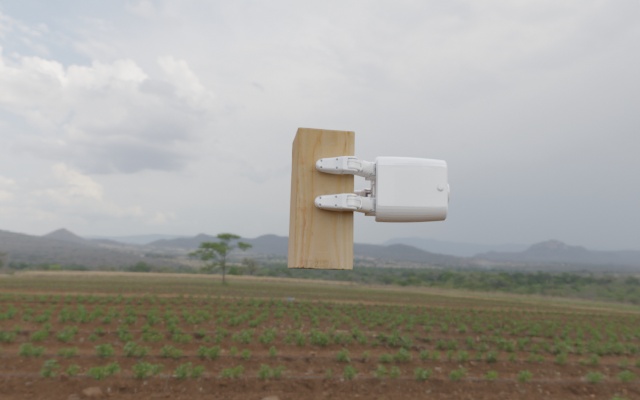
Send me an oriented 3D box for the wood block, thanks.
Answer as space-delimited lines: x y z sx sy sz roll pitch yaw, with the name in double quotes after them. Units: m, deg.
0.000 0.002 0.738 0.090 0.206 0.091 3 -9 -8 "wood block"
